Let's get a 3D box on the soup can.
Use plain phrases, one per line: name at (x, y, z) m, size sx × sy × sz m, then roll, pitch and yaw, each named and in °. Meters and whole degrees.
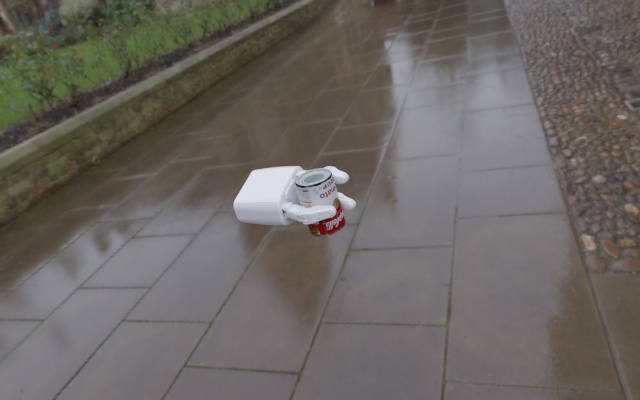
soup can at (0.000, 0.003, 0.837) m, size 0.068 × 0.102 × 0.068 m, roll -13°, pitch 26°, yaw 7°
